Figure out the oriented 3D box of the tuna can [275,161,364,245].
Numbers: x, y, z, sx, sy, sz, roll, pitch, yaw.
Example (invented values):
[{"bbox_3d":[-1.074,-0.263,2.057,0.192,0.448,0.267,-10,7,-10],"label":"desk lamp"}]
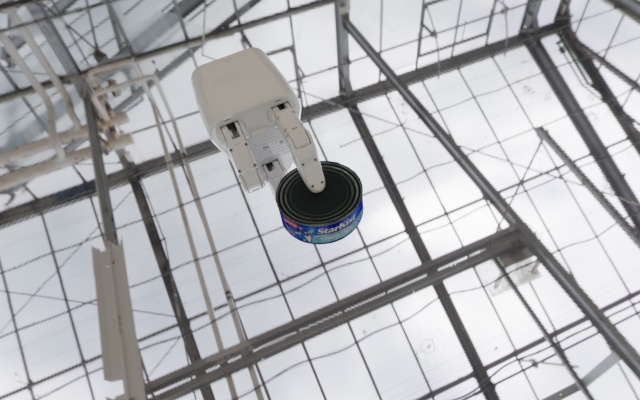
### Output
[{"bbox_3d":[0.000,0.002,0.475,0.086,0.086,0.034,0,-42,8],"label":"tuna can"}]
